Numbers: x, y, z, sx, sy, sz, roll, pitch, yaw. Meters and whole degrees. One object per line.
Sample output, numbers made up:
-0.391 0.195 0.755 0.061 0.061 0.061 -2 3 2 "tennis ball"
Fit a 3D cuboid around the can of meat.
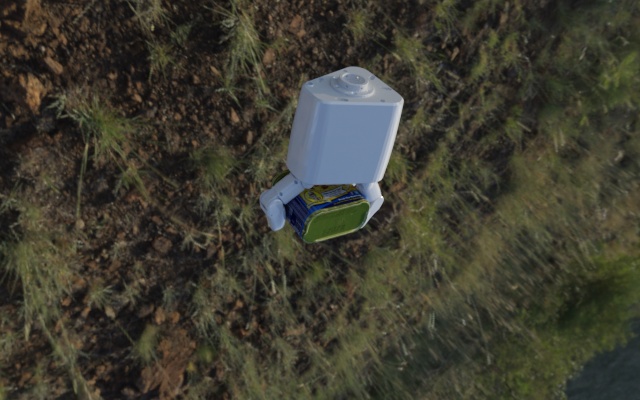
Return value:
0.000 0.002 0.603 0.102 0.057 0.084 -13 45 -32 "can of meat"
